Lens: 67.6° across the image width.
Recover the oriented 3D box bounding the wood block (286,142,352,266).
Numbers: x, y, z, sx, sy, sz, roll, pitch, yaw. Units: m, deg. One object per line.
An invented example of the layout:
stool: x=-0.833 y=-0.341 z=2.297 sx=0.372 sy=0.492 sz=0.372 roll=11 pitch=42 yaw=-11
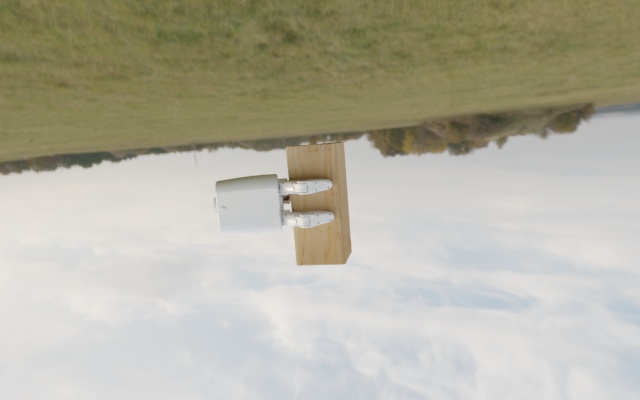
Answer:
wood block: x=0.000 y=0.003 z=0.848 sx=0.090 sy=0.206 sz=0.091 roll=-3 pitch=8 yaw=11
